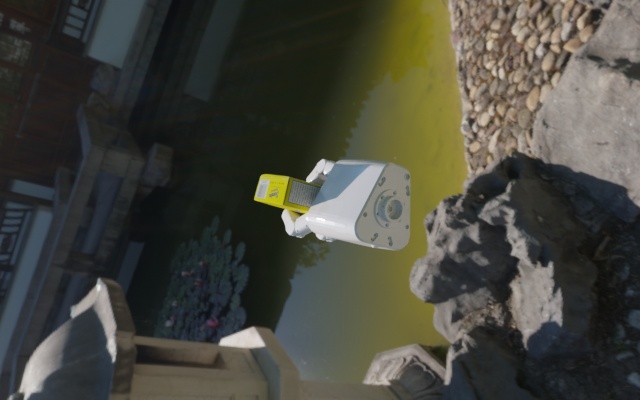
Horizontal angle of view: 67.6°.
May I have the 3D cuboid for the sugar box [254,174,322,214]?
[{"bbox_3d":[0.000,0.003,0.720,0.176,0.048,0.093,17,-4,-33],"label":"sugar box"}]
